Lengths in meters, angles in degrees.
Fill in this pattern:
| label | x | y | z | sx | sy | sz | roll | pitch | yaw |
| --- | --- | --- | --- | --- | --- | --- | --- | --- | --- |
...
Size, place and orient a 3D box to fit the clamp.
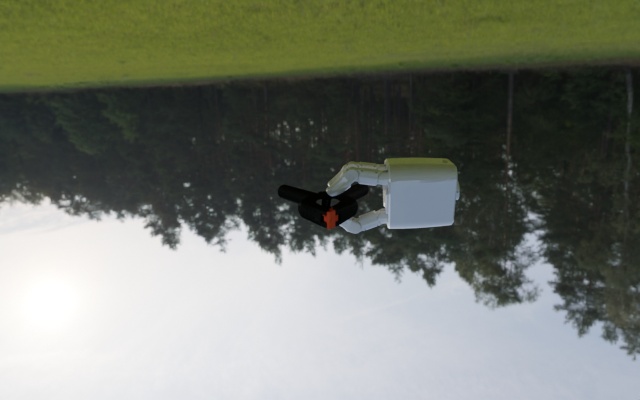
| label | x | y | z | sx | sy | sz | roll | pitch | yaw |
| --- | --- | --- | --- | --- | --- | --- | --- | --- | --- |
| clamp | 0.000 | 0.004 | 0.788 | 0.164 | 0.036 | 0.210 | -1 | 14 | 4 |
